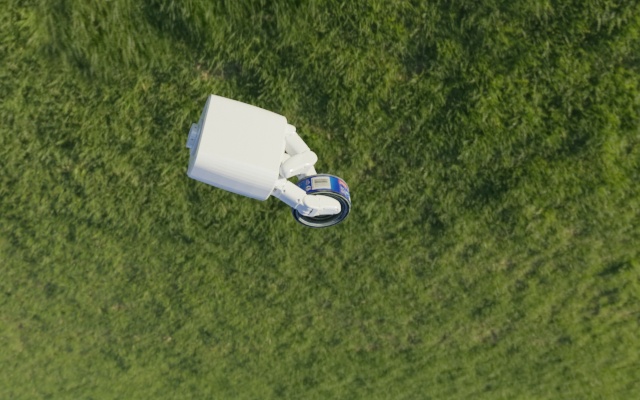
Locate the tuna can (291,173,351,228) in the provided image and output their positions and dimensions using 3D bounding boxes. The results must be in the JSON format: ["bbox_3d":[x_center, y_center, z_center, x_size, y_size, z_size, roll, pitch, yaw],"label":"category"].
[{"bbox_3d":[0.000,0.003,0.684,0.086,0.033,0.086,-4,-39,-3],"label":"tuna can"}]
